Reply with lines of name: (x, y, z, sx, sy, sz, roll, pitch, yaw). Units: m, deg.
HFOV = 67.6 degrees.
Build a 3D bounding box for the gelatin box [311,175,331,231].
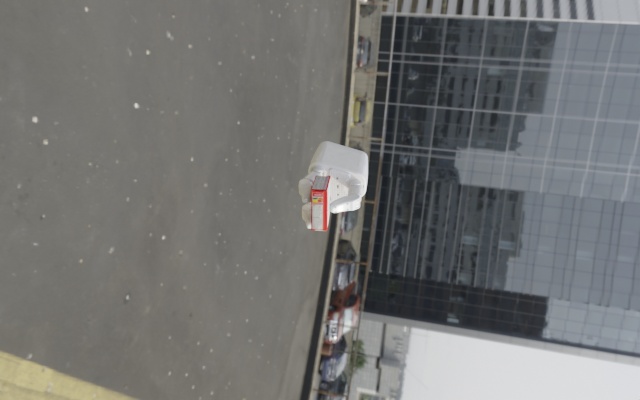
gelatin box: (0.001, 0.003, 0.826, 0.030, 0.073, 0.089, 2, 19, 4)
